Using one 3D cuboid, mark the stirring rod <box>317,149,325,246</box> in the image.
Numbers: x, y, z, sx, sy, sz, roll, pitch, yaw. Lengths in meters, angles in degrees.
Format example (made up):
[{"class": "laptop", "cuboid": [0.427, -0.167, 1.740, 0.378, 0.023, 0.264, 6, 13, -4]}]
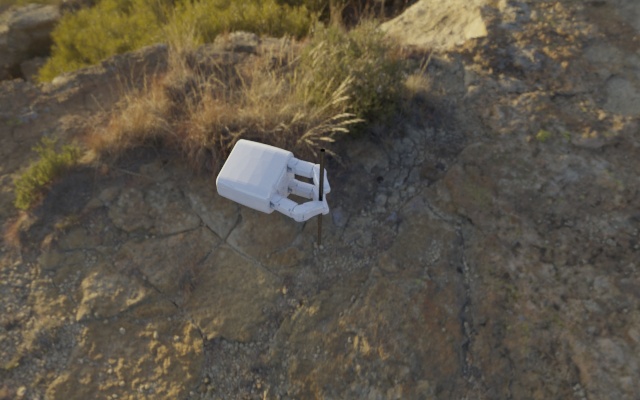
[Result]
[{"class": "stirring rod", "cuboid": [0.000, 0.003, 0.835, 0.011, 0.011, 0.240, 0, -42, -2]}]
